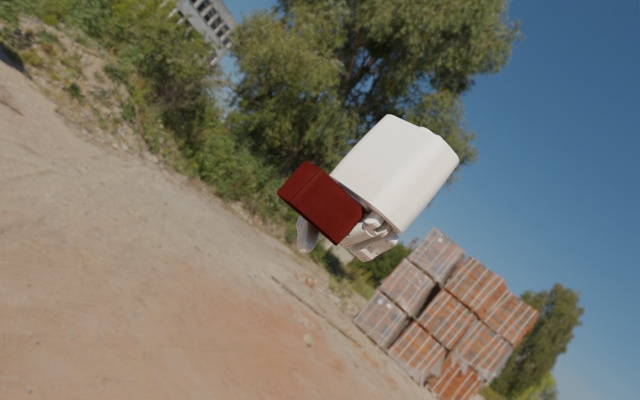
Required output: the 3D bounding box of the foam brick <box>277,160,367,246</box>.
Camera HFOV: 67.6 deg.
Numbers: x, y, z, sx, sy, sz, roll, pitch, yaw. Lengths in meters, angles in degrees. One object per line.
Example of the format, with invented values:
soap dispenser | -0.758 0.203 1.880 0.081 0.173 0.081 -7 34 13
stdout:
foam brick | 0.000 0.002 0.525 0.078 0.051 0.053 42 -2 -25
